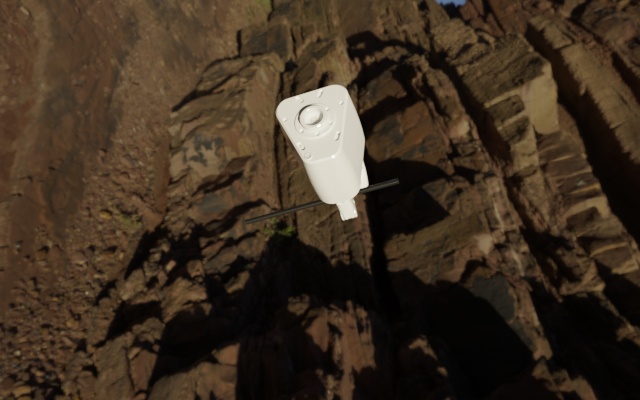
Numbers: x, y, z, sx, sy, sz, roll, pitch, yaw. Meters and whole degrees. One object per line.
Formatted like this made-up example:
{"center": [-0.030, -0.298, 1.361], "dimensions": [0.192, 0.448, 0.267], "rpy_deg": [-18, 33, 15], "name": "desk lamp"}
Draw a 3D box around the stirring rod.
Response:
{"center": [0.000, 0.002, 0.720], "dimensions": [0.239, 0.011, 0.011], "rpy_deg": [-15, -2, 8], "name": "stirring rod"}
